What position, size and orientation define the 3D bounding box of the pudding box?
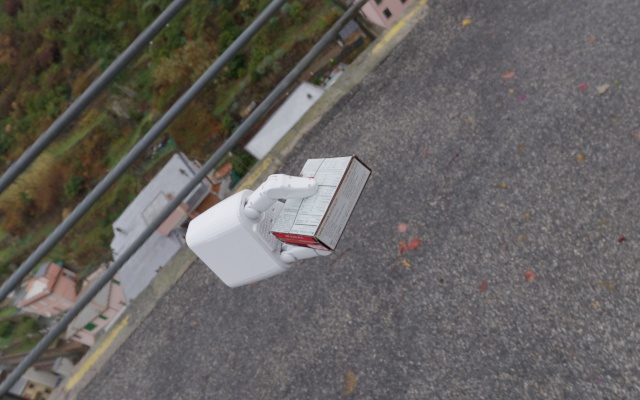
[{"bbox_3d":[0.000,0.002,0.566,0.039,0.113,0.090,37,-21,-34],"label":"pudding box"}]
